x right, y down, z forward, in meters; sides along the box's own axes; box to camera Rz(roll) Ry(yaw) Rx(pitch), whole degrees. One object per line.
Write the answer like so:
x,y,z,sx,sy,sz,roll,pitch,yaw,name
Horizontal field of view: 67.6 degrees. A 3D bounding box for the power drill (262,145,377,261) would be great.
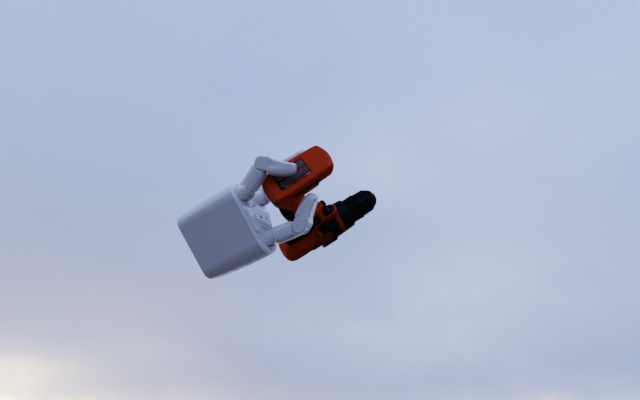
0.000,0.002,0.747,0.184,0.057,0.188,-33,-37,-9,power drill
